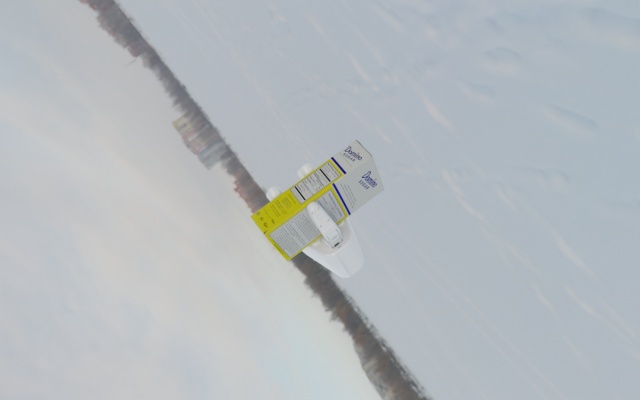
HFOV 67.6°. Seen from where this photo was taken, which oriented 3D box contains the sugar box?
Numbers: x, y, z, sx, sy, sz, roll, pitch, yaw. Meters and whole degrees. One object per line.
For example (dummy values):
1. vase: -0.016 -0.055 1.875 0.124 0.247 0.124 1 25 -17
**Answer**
1. sugar box: 0.000 0.002 0.660 0.176 0.048 0.093 -38 -33 -5
